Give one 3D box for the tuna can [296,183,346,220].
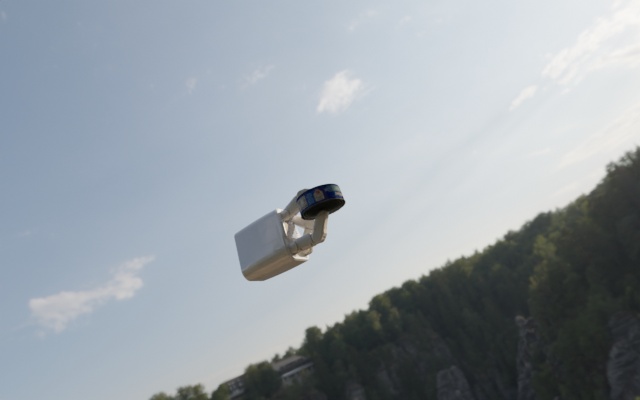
[{"bbox_3d":[0.000,0.002,0.868,0.086,0.033,0.086,-18,-19,-6],"label":"tuna can"}]
